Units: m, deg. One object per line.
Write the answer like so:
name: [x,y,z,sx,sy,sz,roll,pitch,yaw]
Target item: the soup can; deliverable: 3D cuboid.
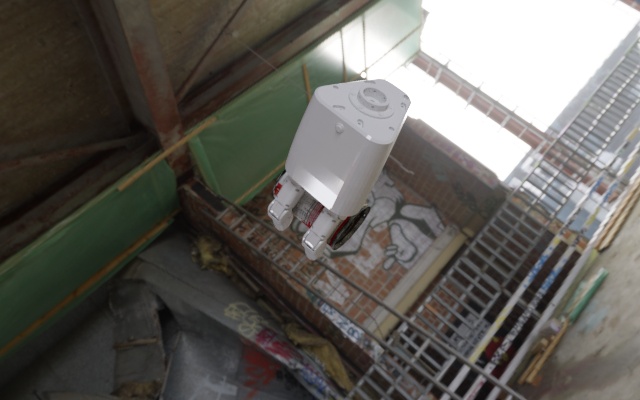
soup can: [0.000,0.002,0.578,0.102,0.068,0.068,40,12,15]
